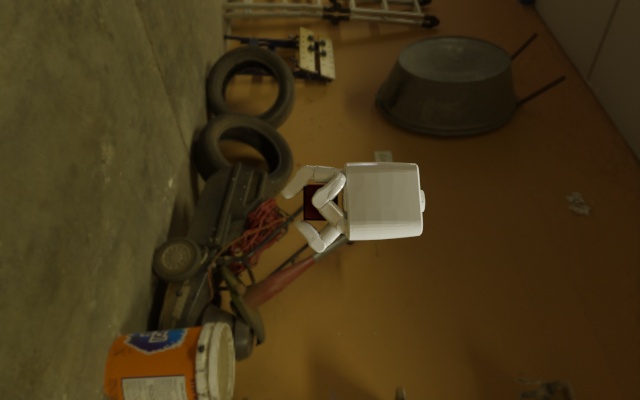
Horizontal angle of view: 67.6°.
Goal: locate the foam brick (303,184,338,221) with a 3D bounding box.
[{"bbox_3d":[0.000,0.002,0.732,0.051,0.053,0.078,0,4,0],"label":"foam brick"}]
